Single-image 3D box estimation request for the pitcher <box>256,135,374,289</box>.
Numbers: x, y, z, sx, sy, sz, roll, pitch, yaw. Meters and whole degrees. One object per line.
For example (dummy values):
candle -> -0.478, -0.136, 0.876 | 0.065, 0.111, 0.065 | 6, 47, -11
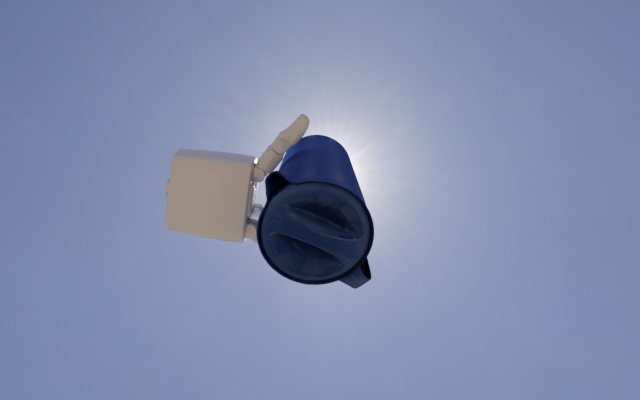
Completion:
pitcher -> 0.000, 0.002, 0.645 | 0.145, 0.149, 0.242 | 6, 23, -2
